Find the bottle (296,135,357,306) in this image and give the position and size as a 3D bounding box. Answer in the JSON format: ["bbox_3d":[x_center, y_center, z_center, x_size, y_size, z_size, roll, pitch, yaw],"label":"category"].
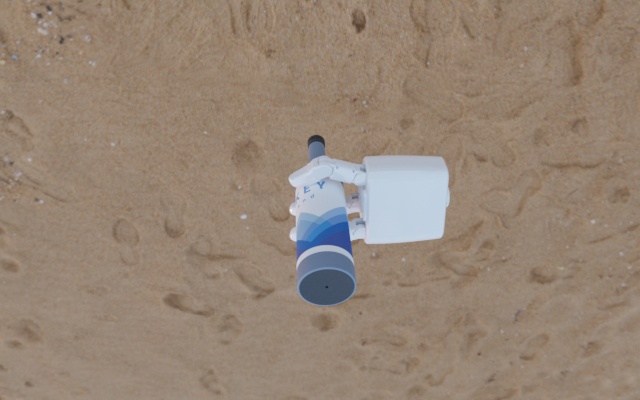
[{"bbox_3d":[0.000,0.002,0.640,0.069,0.069,0.295,0,40,-4],"label":"bottle"}]
